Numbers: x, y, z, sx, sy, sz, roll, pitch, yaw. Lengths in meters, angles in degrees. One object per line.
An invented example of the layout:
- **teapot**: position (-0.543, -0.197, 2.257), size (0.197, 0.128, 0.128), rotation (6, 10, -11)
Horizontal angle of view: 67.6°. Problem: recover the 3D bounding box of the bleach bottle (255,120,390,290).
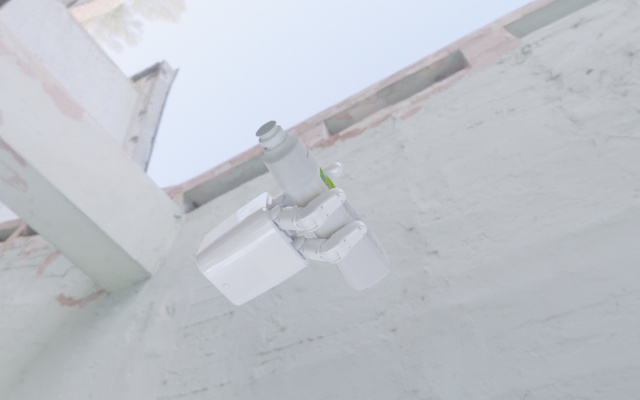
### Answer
- **bleach bottle**: position (0.000, 0.002, 0.604), size (0.068, 0.251, 0.102), rotation (-33, 31, 5)
